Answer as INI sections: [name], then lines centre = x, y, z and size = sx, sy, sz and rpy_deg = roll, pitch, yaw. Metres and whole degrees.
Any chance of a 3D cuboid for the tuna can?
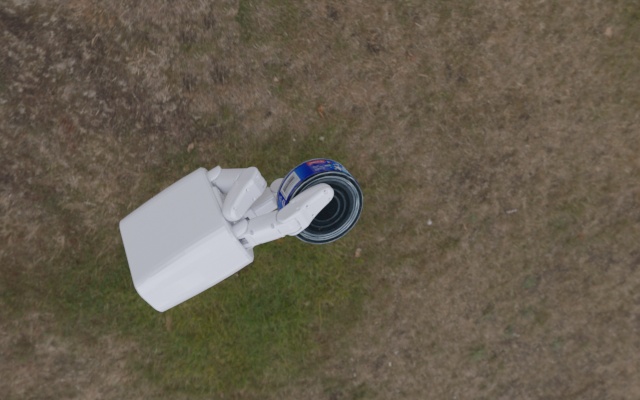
[tuna can]
centre = 0.000, 0.002, 0.493
size = 0.086, 0.086, 0.033
rpy_deg = 0, 27, -22
